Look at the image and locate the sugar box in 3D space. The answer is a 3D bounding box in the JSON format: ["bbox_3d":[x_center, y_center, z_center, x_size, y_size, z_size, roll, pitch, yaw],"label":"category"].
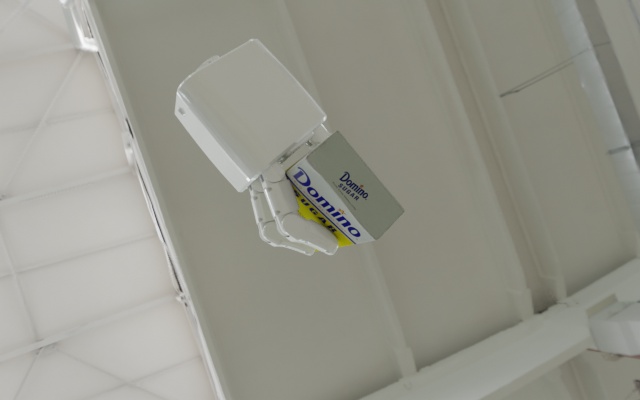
[{"bbox_3d":[0.000,0.002,0.472,0.048,0.093,0.176,-43,6,-19],"label":"sugar box"}]
